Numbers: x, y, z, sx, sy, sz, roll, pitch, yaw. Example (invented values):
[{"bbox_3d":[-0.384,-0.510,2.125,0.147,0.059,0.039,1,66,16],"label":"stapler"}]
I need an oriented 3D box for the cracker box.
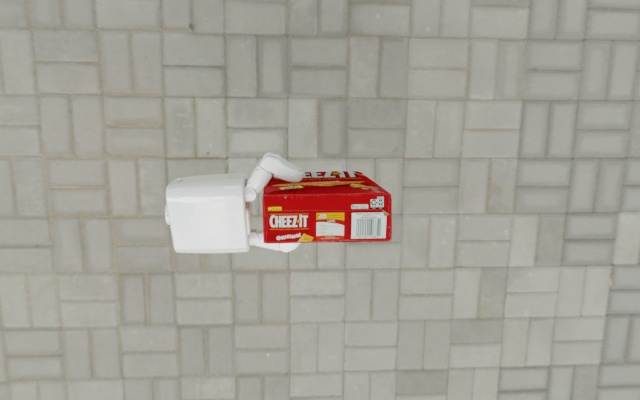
[{"bbox_3d":[0.000,0.002,0.692,0.164,0.072,0.213,-1,11,-5],"label":"cracker box"}]
